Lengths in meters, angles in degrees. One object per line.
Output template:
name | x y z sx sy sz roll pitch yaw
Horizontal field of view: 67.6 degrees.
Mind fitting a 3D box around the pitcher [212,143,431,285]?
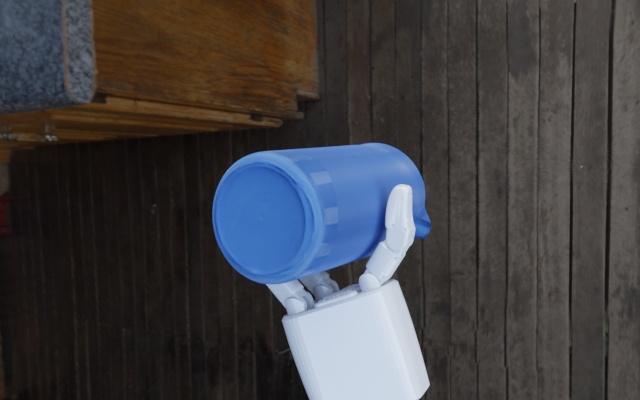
pitcher | 0.000 0.002 0.484 0.149 0.145 0.243 -19 -5 28
